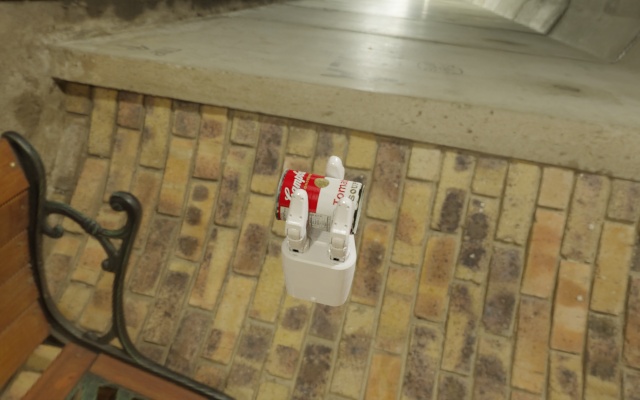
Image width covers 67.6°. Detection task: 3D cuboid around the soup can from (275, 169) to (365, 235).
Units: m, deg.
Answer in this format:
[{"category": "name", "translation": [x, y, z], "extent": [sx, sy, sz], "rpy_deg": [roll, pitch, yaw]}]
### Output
[{"category": "soup can", "translation": [0.000, 0.002, 0.609], "extent": [0.102, 0.068, 0.068], "rpy_deg": [11, 1, 8]}]
